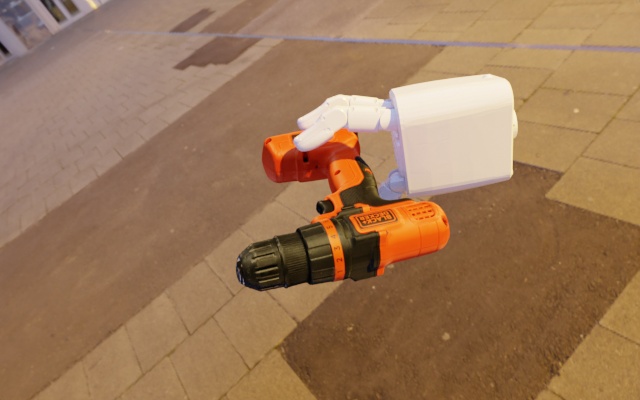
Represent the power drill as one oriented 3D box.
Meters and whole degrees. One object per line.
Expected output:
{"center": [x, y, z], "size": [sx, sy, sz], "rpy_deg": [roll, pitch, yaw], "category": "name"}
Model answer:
{"center": [0.000, 0.001, 0.453], "size": [0.184, 0.057, 0.187], "rpy_deg": [-10, 39, -15], "category": "power drill"}
